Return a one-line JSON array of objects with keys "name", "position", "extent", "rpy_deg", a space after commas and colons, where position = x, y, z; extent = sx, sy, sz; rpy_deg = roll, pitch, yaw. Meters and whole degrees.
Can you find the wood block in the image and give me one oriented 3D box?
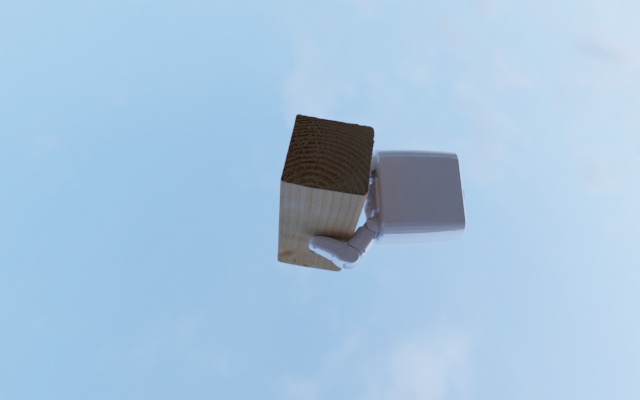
[{"name": "wood block", "position": [0.000, 0.002, 0.581], "extent": [0.090, 0.090, 0.206], "rpy_deg": [10, -31, 0]}]
